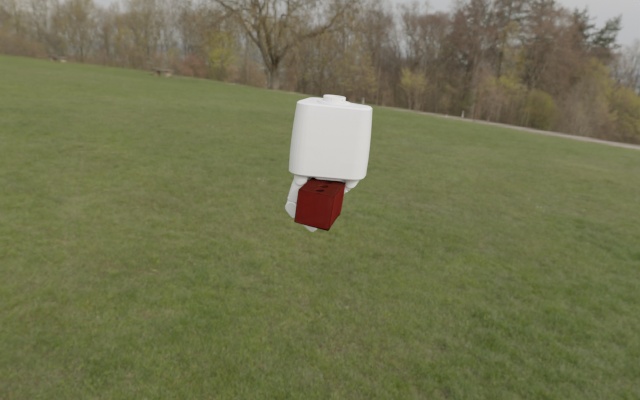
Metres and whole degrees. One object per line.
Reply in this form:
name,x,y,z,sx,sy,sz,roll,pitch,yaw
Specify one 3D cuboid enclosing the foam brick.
foam brick,0.000,0.002,0.686,0.053,0.051,0.078,13,19,11
